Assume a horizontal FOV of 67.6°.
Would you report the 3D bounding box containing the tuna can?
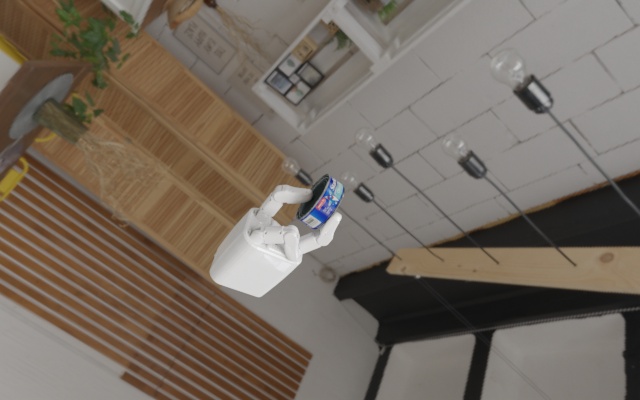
[{"bbox_3d":[0.001,0.003,0.750,0.034,0.086,0.086,35,-10,-14],"label":"tuna can"}]
